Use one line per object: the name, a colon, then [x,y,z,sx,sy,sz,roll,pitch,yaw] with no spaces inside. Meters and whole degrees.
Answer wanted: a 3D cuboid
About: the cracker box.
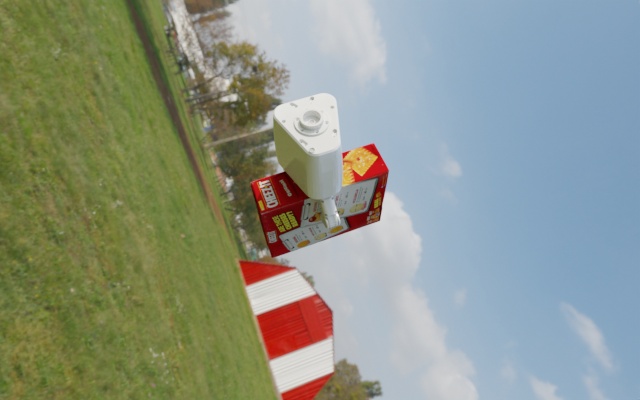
cracker box: [0.000,0.003,0.811,0.213,0.072,0.164,-18,-30,-9]
